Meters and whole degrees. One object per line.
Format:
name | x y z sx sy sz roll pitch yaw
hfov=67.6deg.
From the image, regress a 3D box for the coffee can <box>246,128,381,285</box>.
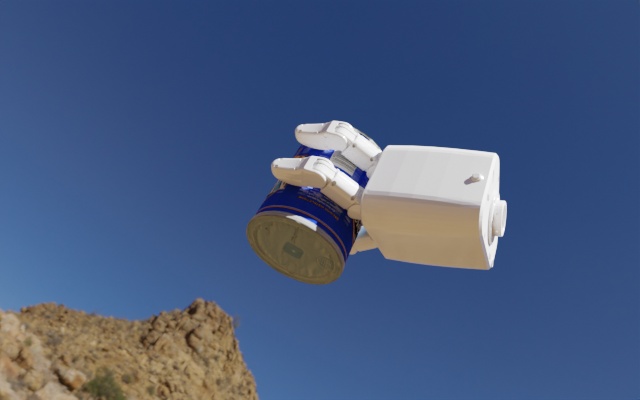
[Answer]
coffee can | 0.000 0.002 0.503 0.103 0.103 0.140 0 44 33
